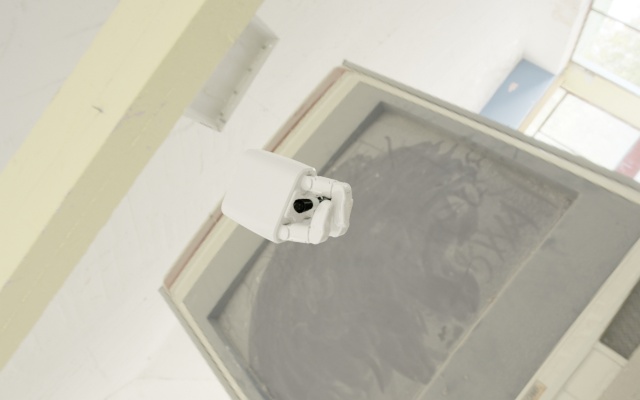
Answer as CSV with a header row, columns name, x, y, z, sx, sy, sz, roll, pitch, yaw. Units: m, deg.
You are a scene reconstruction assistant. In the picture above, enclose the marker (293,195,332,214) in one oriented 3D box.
name,x,y,z,sx,sy,sz,roll,pitch,yaw
marker,0.000,0.002,0.650,0.020,0.020,0.121,0,5,30
